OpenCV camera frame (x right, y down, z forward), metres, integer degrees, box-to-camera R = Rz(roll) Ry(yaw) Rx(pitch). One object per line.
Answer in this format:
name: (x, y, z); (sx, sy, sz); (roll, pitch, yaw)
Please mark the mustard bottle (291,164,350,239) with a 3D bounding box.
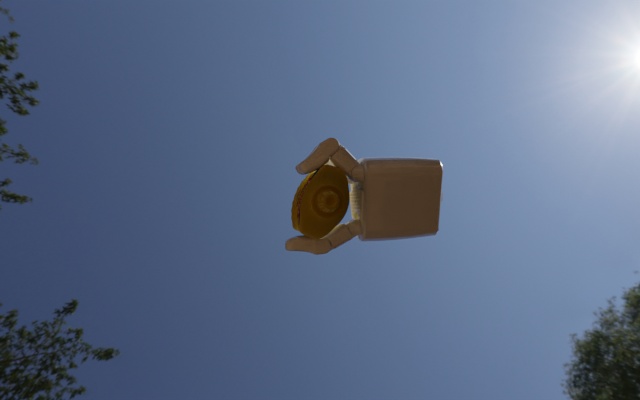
mustard bottle: (0.000, 0.002, 0.627); (0.058, 0.096, 0.191); (22, -3, -7)
